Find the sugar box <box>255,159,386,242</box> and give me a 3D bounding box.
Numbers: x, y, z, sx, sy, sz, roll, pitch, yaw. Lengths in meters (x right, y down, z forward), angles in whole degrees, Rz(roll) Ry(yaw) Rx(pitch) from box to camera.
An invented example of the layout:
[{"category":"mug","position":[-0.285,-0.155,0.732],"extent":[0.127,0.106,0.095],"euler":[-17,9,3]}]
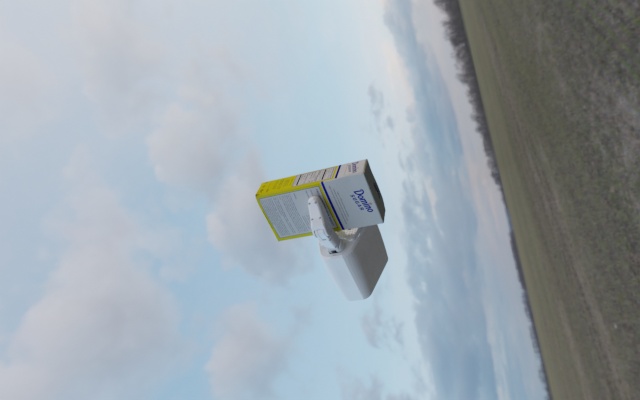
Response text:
[{"category":"sugar box","position":[0.000,0.002,0.712],"extent":[0.176,0.093,0.048],"euler":[-12,33,20]}]
